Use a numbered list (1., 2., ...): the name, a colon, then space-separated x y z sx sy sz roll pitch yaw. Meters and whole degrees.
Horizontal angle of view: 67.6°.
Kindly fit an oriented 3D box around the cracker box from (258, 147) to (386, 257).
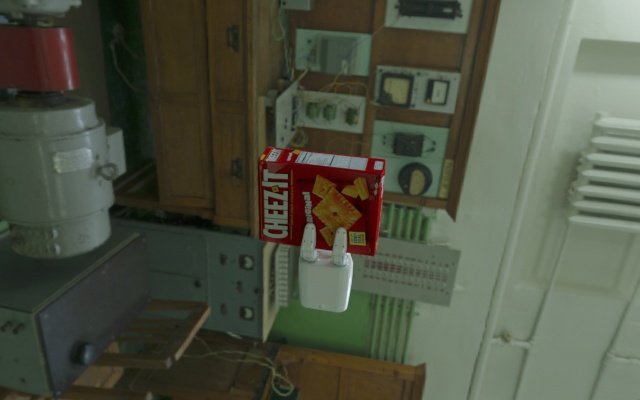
1. cracker box: 0.000 0.003 0.840 0.213 0.164 0.072 7 28 8
